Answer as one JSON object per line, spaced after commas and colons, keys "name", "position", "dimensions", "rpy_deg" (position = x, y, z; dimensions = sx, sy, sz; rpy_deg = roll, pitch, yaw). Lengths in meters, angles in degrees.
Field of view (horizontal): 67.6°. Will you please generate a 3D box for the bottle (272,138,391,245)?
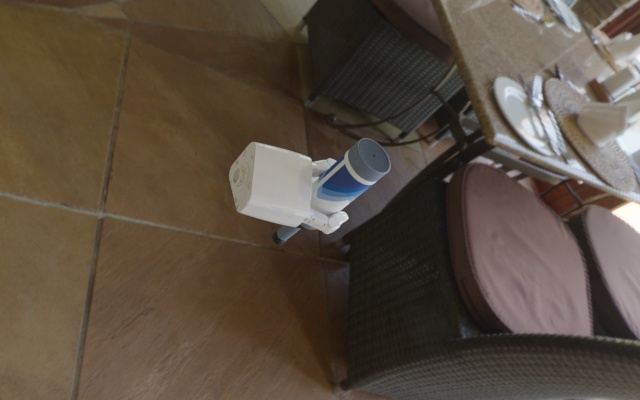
{"name": "bottle", "position": [0.000, 0.003, 0.834], "dimensions": [0.069, 0.069, 0.296], "rpy_deg": [0, -29, -40]}
